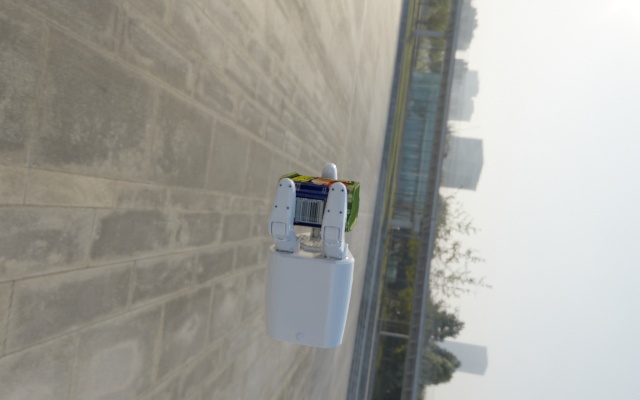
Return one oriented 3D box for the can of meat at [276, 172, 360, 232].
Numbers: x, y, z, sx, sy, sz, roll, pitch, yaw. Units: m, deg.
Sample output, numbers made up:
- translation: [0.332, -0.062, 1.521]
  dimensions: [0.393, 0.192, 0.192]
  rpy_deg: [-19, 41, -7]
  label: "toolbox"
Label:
- translation: [0.000, 0.002, 0.555]
  dimensions: [0.084, 0.057, 0.102]
  rpy_deg: [7, 8, 9]
  label: "can of meat"
